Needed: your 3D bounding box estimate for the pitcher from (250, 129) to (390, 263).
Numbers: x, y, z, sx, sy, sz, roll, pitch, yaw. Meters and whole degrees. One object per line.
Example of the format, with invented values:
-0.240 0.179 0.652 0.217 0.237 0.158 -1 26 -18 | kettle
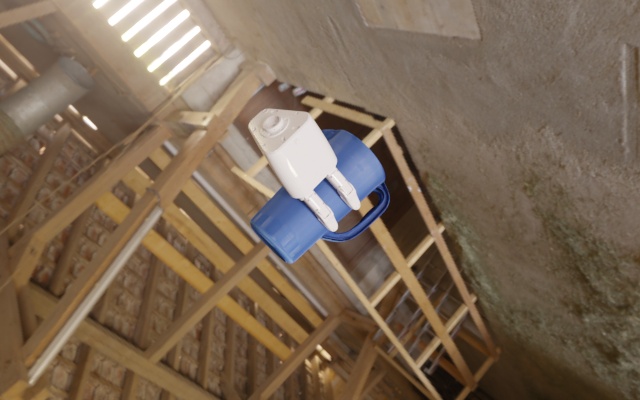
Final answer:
0.000 0.003 0.868 0.149 0.243 0.145 35 -16 40 | pitcher
